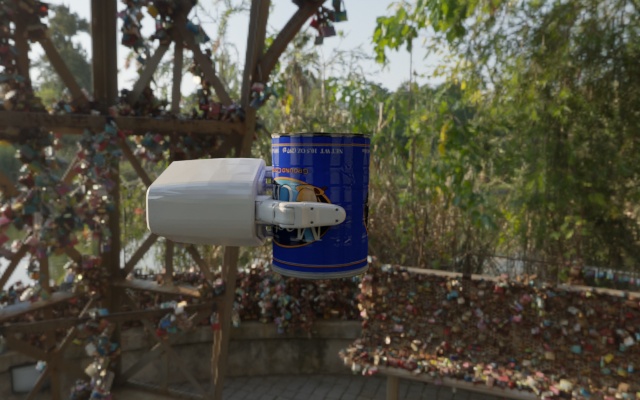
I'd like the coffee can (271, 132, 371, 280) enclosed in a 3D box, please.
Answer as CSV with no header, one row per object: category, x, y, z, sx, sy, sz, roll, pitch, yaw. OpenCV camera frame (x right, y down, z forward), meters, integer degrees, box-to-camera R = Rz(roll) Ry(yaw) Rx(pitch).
coffee can,0.000,0.002,0.499,0.103,0.140,0.103,0,6,0
